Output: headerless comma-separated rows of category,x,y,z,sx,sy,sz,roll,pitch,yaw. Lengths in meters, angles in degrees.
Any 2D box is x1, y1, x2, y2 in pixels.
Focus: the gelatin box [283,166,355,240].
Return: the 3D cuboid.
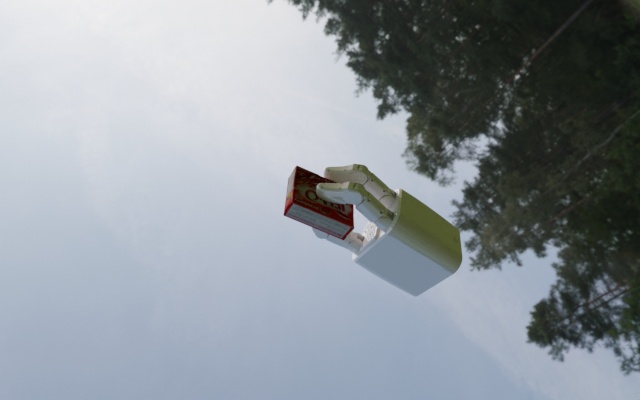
gelatin box,0.000,0.002,0.613,0.089,0.073,0.030,23,-51,-16
